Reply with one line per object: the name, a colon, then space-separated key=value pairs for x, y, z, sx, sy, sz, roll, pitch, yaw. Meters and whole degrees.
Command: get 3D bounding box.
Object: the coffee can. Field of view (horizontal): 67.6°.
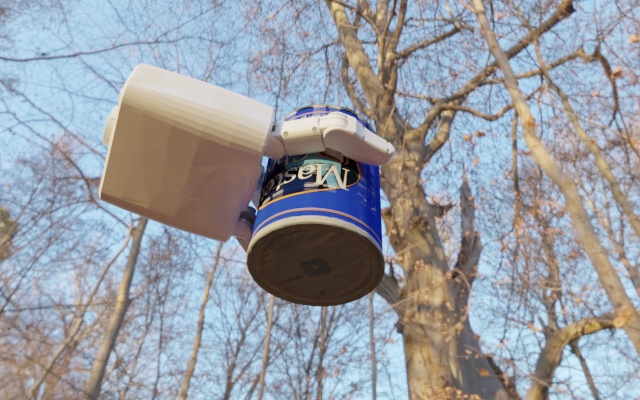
coffee can: x=0.000 y=0.001 z=0.400 sx=0.103 sy=0.140 sz=0.103 roll=2 pitch=-45 yaw=2
